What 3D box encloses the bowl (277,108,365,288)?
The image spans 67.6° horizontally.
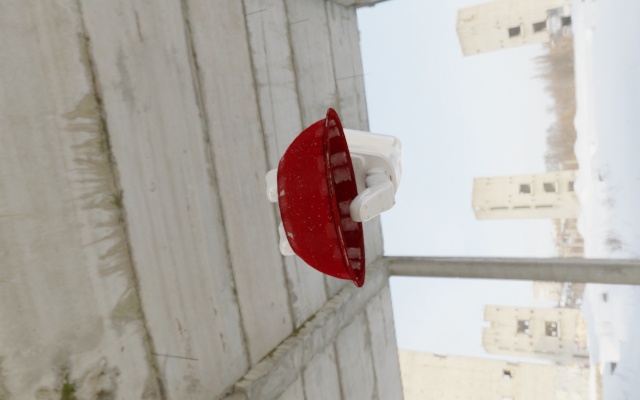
[{"bbox_3d":[-0.001,0.002,0.432,0.055,0.162,0.162,-9,-2,10],"label":"bowl"}]
